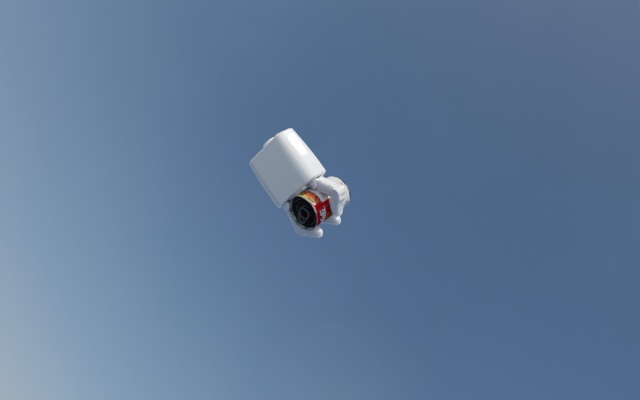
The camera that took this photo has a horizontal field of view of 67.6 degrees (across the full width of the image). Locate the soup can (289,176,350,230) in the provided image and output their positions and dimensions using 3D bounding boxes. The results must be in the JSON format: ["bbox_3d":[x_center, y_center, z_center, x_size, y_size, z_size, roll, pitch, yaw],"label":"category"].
[{"bbox_3d":[0.001,0.003,0.900,0.068,0.068,0.102,0,23,44],"label":"soup can"}]
